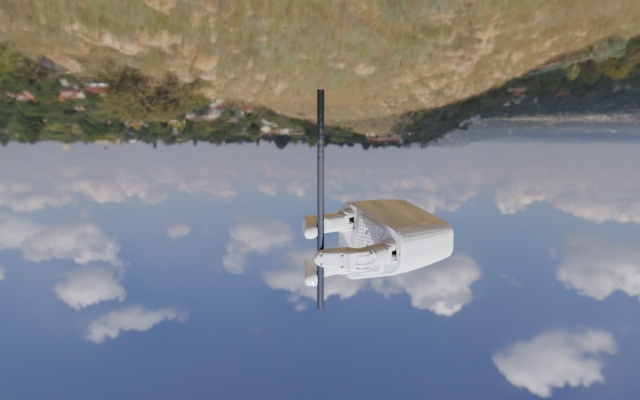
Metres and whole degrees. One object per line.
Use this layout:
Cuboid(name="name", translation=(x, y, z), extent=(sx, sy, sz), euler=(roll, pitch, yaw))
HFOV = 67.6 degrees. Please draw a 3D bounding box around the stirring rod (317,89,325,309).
Cuboid(name="stirring rod", translation=(0.000, 0.002, 0.522), extent=(0.011, 0.239, 0.011), euler=(0, 7, 0))
